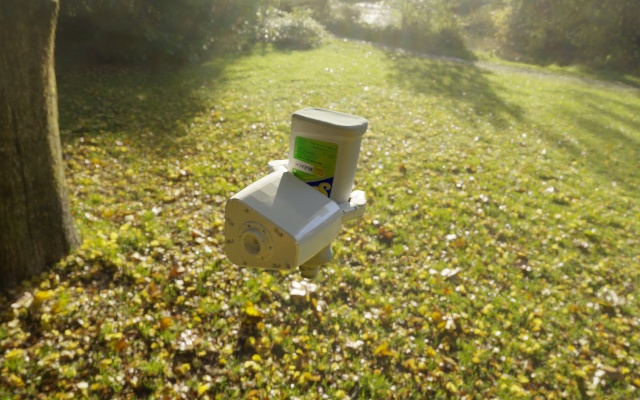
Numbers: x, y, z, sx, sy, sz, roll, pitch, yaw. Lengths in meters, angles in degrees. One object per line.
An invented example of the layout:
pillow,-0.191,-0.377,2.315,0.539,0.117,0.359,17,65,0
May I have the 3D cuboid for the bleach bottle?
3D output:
bleach bottle,0.000,0.002,0.678,0.102,0.251,0.068,17,27,24
